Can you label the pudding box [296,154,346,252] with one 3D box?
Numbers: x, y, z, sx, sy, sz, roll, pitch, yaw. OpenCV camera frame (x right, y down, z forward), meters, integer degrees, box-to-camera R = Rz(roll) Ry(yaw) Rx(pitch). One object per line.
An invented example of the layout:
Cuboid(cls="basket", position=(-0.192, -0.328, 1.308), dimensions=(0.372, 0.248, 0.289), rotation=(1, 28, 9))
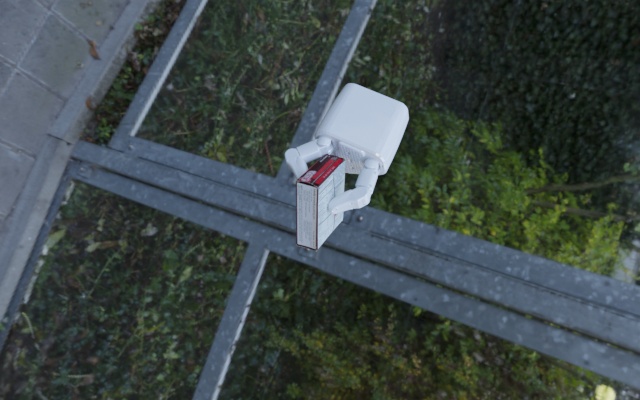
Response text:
Cuboid(cls="pudding box", position=(0.000, 0.002, 0.685), dimensions=(0.039, 0.114, 0.090), rotation=(15, 35, 23))
